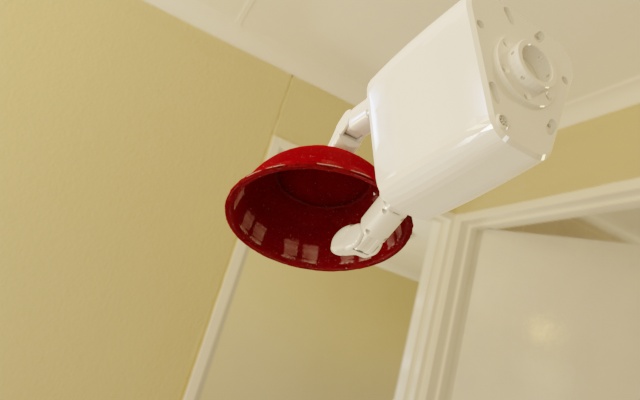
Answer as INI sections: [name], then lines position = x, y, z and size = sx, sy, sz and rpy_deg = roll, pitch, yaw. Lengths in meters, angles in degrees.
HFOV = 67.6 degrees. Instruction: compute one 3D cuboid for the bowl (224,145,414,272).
[bowl]
position = -0.001, 0.002, 0.427
size = 0.162, 0.055, 0.162
rpy_deg = 4, -37, 3
